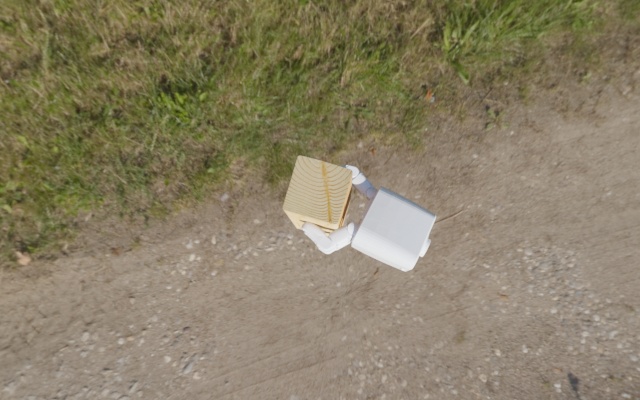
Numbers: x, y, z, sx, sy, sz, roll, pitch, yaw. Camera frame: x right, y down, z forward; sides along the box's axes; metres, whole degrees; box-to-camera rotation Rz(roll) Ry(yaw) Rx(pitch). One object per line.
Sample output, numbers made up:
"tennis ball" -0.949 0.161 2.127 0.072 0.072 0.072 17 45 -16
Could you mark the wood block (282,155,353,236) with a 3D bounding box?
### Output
"wood block" 0.001 0.002 0.820 0.090 0.091 0.206 16 -10 5
